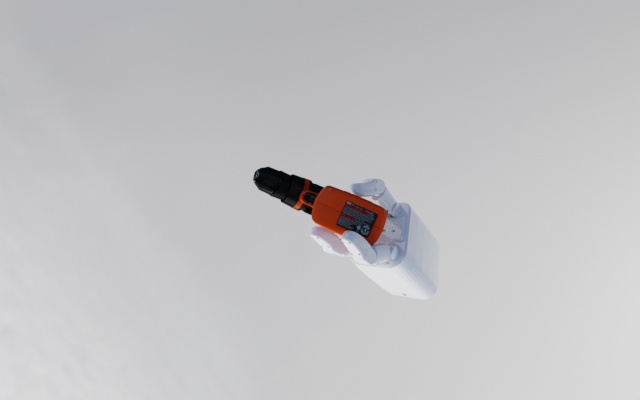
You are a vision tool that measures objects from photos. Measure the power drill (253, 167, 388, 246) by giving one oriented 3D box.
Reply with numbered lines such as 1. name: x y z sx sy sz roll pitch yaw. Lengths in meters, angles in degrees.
1. power drill: 0.000 0.002 0.694 0.184 0.057 0.187 21 2 -19
